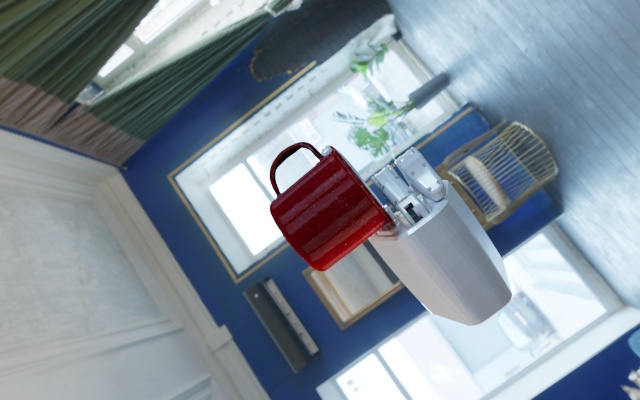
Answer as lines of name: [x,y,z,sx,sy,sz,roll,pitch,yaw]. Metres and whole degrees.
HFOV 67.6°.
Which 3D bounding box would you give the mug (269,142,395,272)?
mug: [-0.001,0.000,0.436,0.081,0.117,0.093,-39,4,5]
